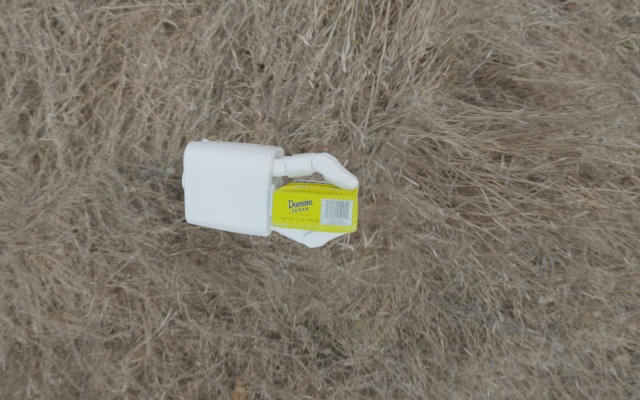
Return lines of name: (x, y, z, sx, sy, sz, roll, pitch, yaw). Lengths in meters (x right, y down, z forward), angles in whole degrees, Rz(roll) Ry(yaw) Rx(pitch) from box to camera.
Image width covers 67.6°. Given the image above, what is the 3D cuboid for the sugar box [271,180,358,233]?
sugar box: (0.000, 0.001, 0.591, 0.093, 0.048, 0.176, 5, 9, 3)
